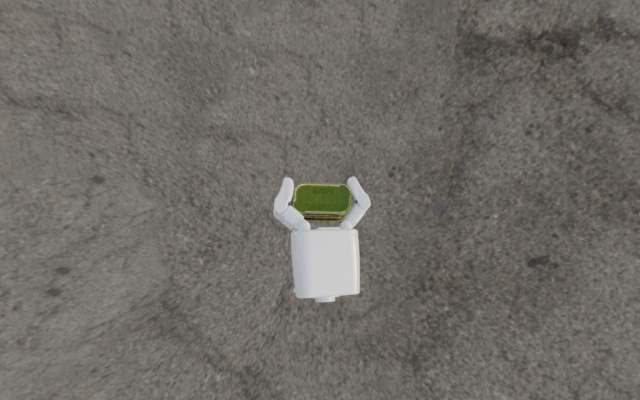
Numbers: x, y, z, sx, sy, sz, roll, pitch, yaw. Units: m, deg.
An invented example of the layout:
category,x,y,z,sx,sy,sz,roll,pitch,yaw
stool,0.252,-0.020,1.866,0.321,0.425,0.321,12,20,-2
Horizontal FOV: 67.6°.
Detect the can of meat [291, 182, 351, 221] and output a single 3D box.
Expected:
category,x,y,z,sx,sy,sz,roll,pitch,yaw
can of meat,0.000,0.003,0.815,0.102,0.057,0.084,1,-8,-4
